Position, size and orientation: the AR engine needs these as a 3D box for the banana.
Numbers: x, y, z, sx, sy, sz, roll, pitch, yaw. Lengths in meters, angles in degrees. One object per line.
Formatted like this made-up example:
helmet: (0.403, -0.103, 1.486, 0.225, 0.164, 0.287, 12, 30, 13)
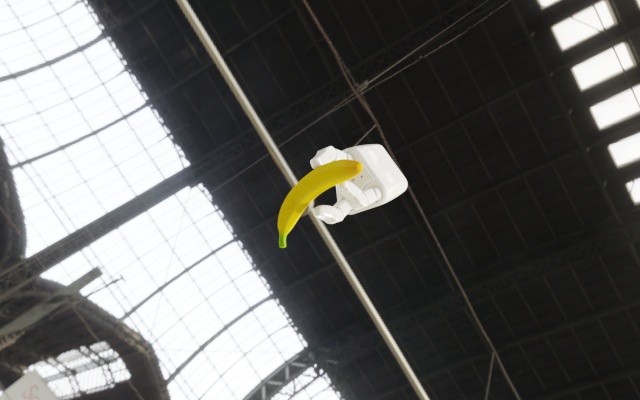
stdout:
banana: (-0.011, -0.010, 0.751, 0.037, 0.069, 0.198, 3, -43, -51)
